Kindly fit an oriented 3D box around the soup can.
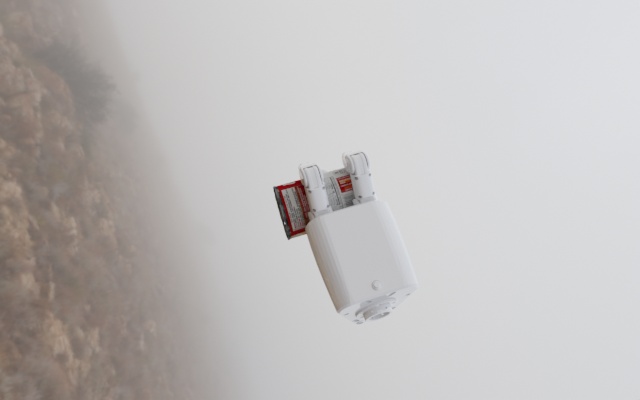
[{"bbox_3d":[0.000,0.001,0.584,0.102,0.068,0.068,-16,2,-7],"label":"soup can"}]
